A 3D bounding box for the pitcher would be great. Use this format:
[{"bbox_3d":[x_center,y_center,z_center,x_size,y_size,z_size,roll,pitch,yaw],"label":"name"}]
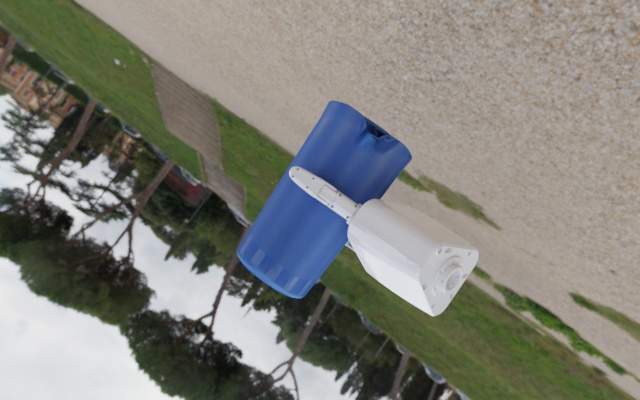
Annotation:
[{"bbox_3d":[0.000,0.002,0.639,0.145,0.243,0.149,34,-3,40],"label":"pitcher"}]
